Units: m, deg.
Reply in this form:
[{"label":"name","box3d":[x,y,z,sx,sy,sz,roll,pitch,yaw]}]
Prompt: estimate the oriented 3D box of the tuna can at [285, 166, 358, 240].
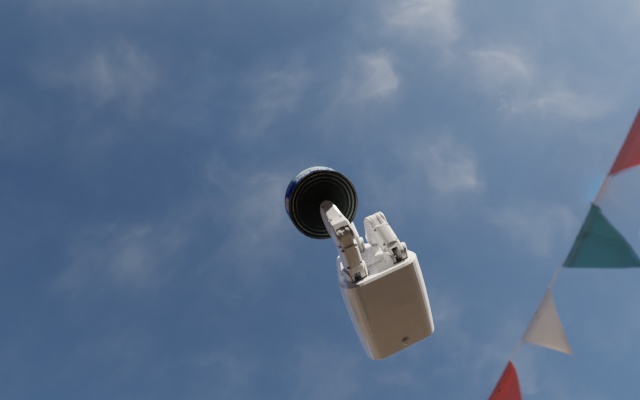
[{"label":"tuna can","box3d":[0.000,0.002,0.583,0.086,0.086,0.033,0,13,-16]}]
